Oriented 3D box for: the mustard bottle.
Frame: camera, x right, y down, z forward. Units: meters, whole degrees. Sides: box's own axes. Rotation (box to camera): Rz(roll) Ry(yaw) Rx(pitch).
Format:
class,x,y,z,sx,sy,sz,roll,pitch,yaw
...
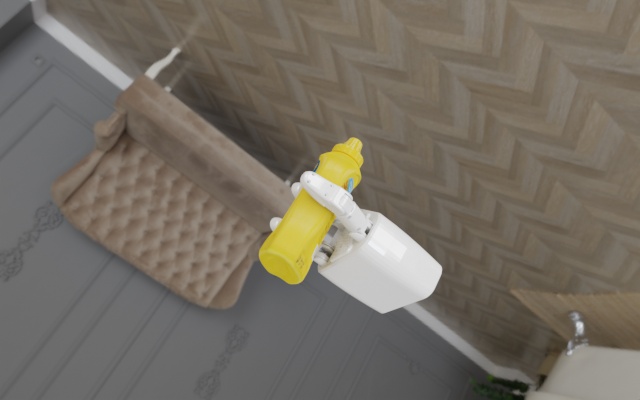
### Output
class,x,y,z,sx,sy,sz,roll,pitch,yaw
mustard bottle,0.000,0.002,0.566,0.058,0.191,0.096,28,-23,9
